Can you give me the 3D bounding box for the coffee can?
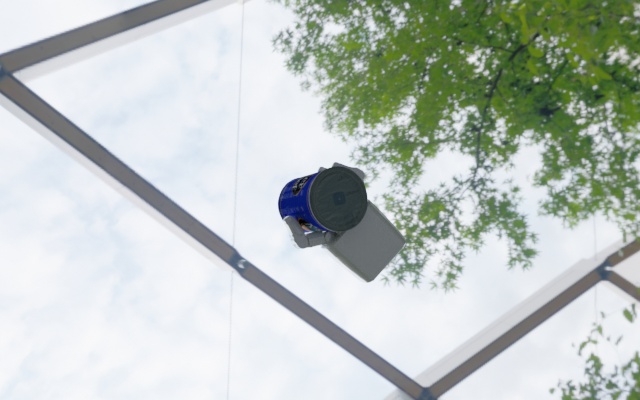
[{"bbox_3d":[0.000,0.003,0.805,0.103,0.103,0.140,0,-4,-26],"label":"coffee can"}]
